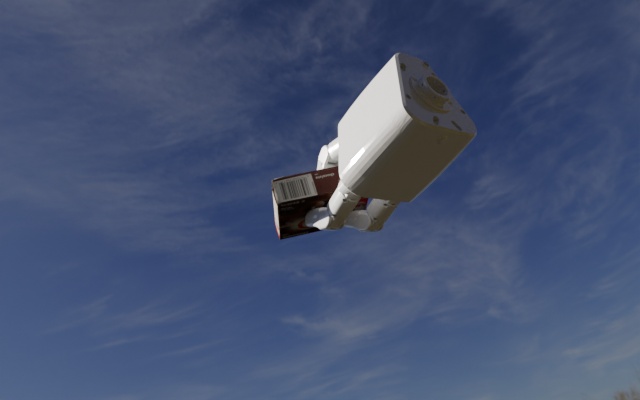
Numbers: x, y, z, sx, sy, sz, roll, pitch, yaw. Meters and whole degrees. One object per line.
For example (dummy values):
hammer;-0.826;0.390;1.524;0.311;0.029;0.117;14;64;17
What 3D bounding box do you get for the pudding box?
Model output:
pudding box;0.000;0.002;0.572;0.113;0.039;0.090;-10;-31;-9
